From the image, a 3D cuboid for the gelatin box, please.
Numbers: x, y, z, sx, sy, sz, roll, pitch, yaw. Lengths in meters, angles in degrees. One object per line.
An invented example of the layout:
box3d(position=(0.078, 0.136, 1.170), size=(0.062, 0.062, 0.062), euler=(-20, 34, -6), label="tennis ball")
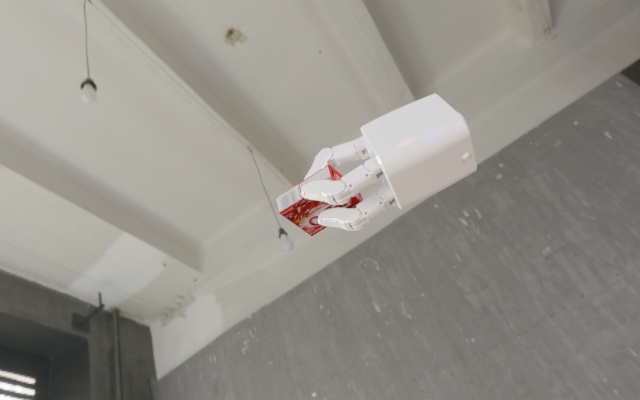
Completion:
box3d(position=(0.000, 0.002, 0.617), size=(0.089, 0.030, 0.073), euler=(-31, -43, 19), label="gelatin box")
